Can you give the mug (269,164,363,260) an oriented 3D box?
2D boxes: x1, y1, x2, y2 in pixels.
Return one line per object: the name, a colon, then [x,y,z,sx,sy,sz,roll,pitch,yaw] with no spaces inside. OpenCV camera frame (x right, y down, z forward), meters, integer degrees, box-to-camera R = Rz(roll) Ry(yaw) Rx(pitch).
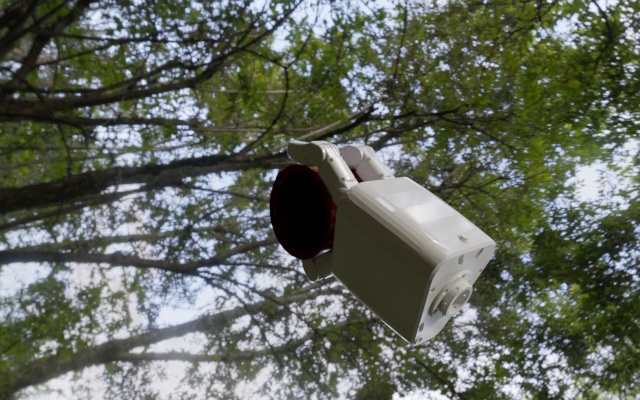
mug: [-0.001,0.001,0.497,0.081,0.093,0.117,-6,37,-42]
